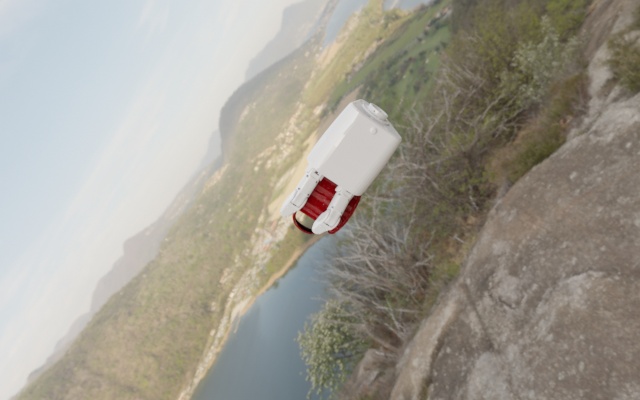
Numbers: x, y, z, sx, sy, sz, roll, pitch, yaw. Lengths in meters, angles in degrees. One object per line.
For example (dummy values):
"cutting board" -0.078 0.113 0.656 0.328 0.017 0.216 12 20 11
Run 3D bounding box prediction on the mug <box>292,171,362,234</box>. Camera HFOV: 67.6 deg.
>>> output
"mug" -0.001 0.003 0.764 0.081 0.117 0.093 33 22 -13
